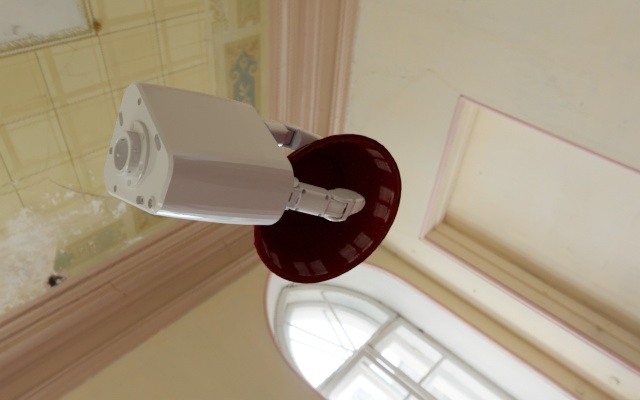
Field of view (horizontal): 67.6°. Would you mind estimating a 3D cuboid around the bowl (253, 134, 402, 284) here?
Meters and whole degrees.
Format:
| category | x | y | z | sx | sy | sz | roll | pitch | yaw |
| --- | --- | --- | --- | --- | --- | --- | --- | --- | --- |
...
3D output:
| category | x | y | z | sx | sy | sz | roll | pitch | yaw |
| --- | --- | --- | --- | --- | --- | --- | --- | --- | --- |
| bowl | 0.001 | 0.002 | 0.478 | 0.162 | 0.162 | 0.055 | 0 | 27 | -31 |
